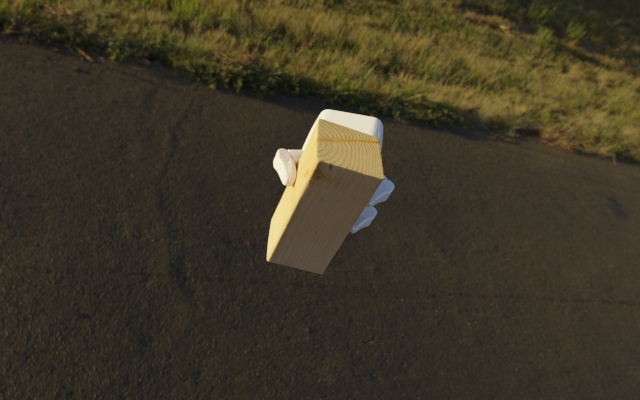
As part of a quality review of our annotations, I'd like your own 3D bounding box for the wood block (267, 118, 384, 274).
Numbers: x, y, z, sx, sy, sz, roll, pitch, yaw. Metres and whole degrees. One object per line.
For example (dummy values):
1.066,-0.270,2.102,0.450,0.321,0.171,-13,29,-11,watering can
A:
0.000,0.002,0.671,0.091,0.090,0.206,16,-48,-14,wood block
